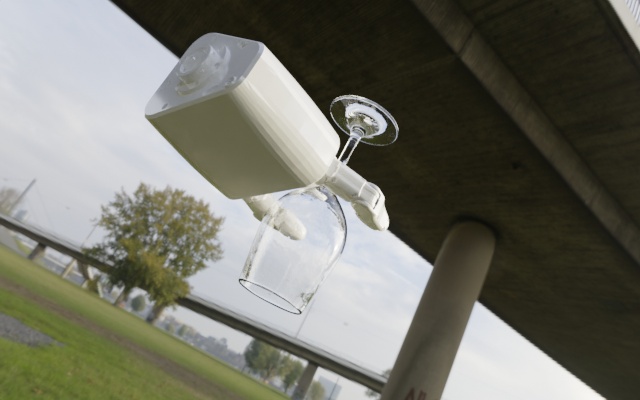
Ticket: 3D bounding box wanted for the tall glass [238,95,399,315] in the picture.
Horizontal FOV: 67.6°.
[{"bbox_3d":[0.000,0.001,0.445,0.079,0.201,0.079,24,-21,10],"label":"tall glass"}]
